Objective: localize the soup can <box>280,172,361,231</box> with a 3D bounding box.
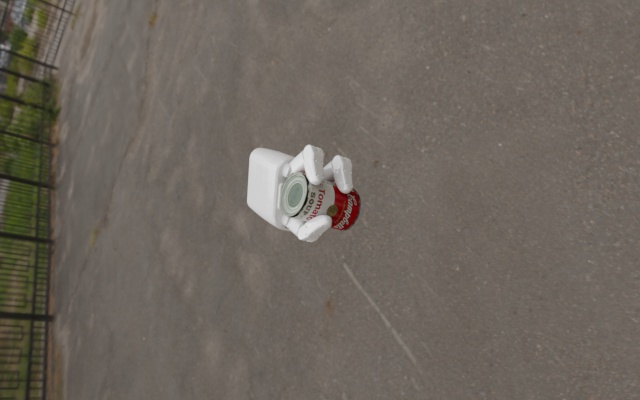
[{"bbox_3d":[0.000,0.002,0.702,0.102,0.068,0.068,16,-10,-37],"label":"soup can"}]
